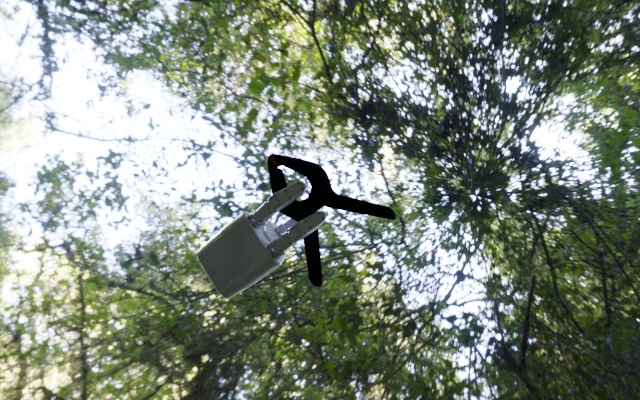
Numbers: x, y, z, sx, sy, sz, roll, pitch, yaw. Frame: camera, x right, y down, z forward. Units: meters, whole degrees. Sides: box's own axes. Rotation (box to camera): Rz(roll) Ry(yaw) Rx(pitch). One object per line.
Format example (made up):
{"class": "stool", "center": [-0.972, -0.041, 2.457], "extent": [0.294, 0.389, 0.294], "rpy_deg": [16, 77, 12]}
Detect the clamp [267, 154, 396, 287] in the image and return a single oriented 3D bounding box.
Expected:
{"class": "clamp", "center": [0.000, 0.002, 0.729], "extent": [0.164, 0.210, 0.036], "rpy_deg": [-36, -10, 9]}
